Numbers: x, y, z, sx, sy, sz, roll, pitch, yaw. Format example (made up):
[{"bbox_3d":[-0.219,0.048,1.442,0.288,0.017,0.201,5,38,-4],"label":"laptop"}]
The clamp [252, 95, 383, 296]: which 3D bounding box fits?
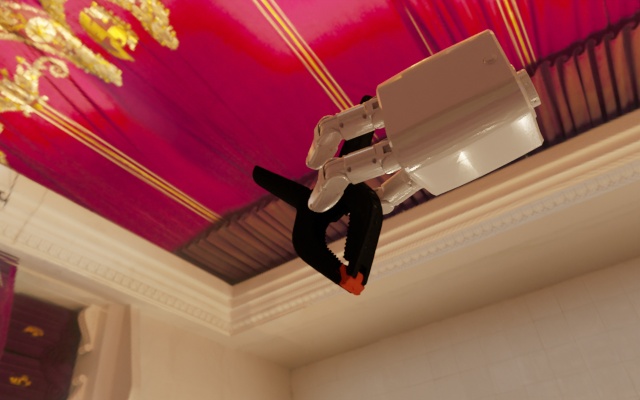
[{"bbox_3d":[0.001,0.002,0.475,0.164,0.209,0.036,-26,-42,23],"label":"clamp"}]
